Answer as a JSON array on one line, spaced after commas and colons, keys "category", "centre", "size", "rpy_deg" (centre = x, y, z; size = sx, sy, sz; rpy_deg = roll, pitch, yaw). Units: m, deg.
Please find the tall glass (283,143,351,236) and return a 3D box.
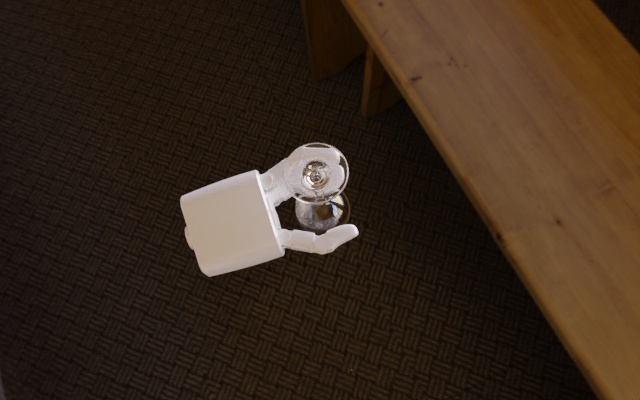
[{"category": "tall glass", "centre": [0.000, 0.002, 0.625], "size": [0.079, 0.079, 0.201], "rpy_deg": [0, -19, 4]}]
